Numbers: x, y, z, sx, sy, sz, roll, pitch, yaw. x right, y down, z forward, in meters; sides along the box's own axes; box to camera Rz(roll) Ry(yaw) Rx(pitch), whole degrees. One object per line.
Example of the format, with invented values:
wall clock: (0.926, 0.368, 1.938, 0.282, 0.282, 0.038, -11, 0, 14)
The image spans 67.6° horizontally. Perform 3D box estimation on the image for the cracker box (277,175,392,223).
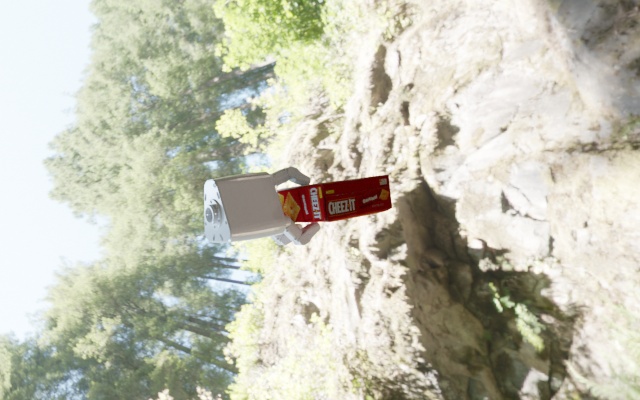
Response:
cracker box: (0.000, 0.003, 0.891, 0.164, 0.072, 0.214, -10, 3, -39)
